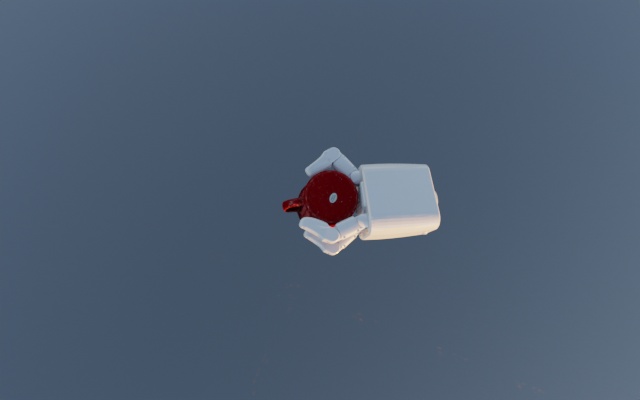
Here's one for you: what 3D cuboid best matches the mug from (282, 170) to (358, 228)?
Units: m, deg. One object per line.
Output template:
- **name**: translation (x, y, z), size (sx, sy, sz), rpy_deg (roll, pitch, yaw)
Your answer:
- **mug**: translation (-0.001, 0.002, 0.729), size (0.117, 0.093, 0.081), rpy_deg (-3, -11, -7)
